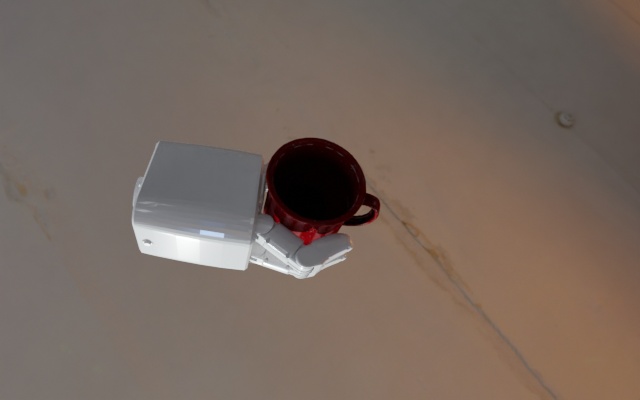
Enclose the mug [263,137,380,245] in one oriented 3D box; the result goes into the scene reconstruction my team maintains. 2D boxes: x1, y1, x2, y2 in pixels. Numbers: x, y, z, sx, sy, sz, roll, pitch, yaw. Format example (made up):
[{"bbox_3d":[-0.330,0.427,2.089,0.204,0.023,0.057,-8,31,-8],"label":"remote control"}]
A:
[{"bbox_3d":[0.001,0.002,0.469,0.117,0.093,0.081,10,-30,-9],"label":"mug"}]
